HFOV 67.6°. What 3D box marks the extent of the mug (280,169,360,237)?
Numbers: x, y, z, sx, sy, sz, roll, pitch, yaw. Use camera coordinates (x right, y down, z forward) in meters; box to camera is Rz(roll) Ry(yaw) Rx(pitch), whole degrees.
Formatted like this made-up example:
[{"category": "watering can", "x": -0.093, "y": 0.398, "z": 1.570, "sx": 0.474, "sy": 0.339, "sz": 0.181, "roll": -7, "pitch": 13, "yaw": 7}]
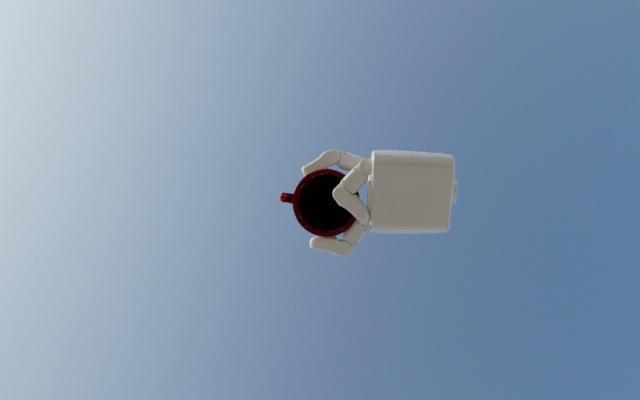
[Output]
[{"category": "mug", "x": -0.001, "y": 0.002, "z": 0.690, "sx": 0.117, "sy": 0.093, "sz": 0.081, "roll": 4, "pitch": 1, "yaw": 6}]
